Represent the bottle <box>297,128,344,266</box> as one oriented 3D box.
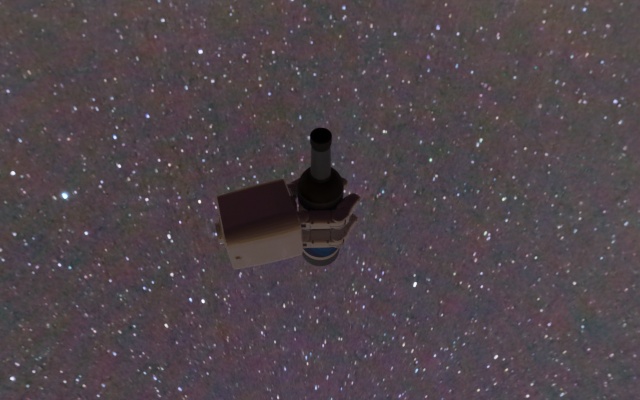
[{"bbox_3d":[0.000,0.002,0.712,0.069,0.069,0.296,0,-34,0],"label":"bottle"}]
